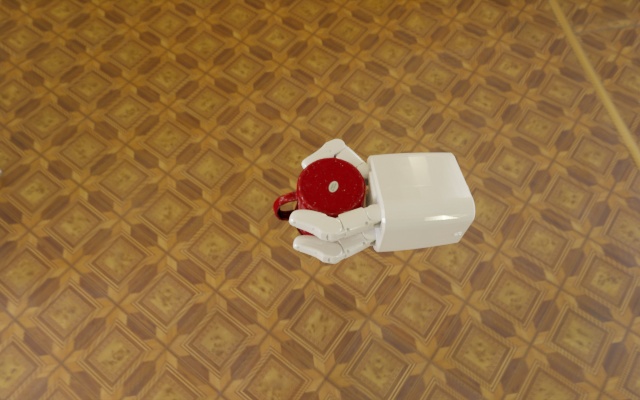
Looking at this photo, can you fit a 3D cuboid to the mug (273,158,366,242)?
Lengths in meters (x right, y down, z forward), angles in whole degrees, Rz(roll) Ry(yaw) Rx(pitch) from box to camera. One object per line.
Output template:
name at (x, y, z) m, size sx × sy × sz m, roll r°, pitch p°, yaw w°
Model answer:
mug at (-0.001, 0.002, 0.587) m, size 0.117 × 0.093 × 0.081 m, roll -5°, pitch -28°, yaw -4°
